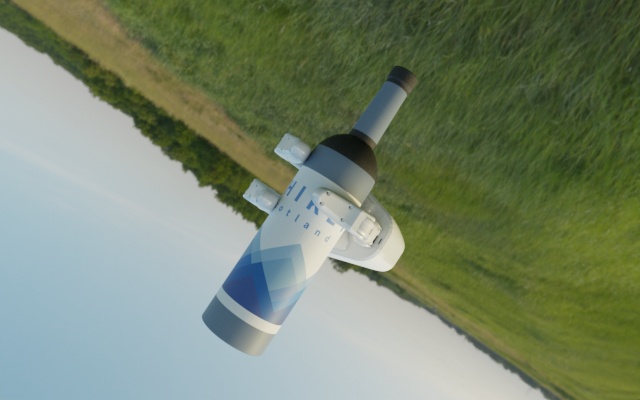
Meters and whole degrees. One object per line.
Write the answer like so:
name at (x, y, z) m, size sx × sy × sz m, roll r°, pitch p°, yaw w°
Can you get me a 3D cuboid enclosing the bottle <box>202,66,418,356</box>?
bottle at (0.000, 0.002, 0.448) m, size 0.069 × 0.295 × 0.069 m, roll 34°, pitch -3°, yaw 2°
